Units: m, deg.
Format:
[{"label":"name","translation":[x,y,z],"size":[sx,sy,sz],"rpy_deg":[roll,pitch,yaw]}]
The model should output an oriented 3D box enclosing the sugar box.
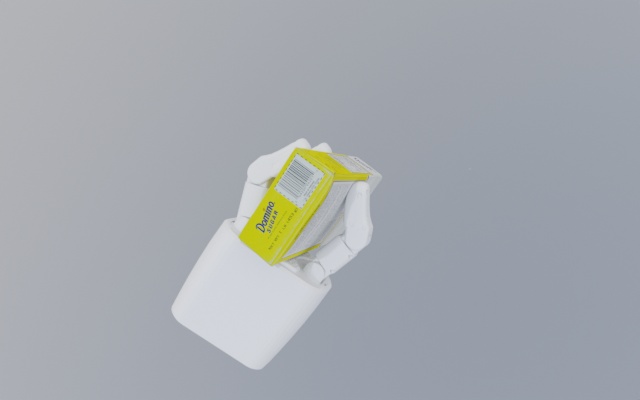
[{"label":"sugar box","translation":[0.000,0.001,0.456],"size":[0.048,0.093,0.176],"rpy_deg":[38,13,12]}]
